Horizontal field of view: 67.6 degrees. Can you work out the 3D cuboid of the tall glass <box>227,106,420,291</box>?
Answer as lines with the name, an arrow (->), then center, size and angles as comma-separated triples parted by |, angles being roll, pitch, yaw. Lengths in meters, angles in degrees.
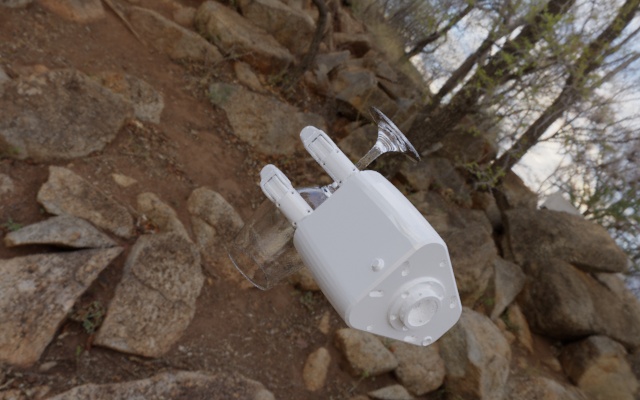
tall glass -> 0.001, 0.001, 0.478 | 0.201, 0.079, 0.079 | -42, -3, 4
